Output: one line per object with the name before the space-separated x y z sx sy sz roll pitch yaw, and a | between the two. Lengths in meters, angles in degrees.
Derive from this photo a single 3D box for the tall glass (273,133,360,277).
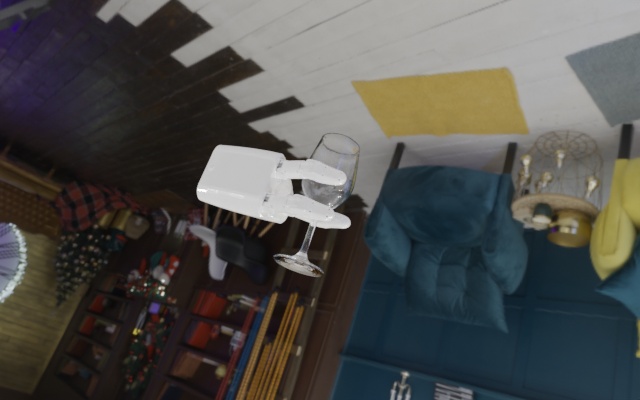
tall glass | 0.000 0.003 0.687 0.079 0.201 0.079 17 -21 7
